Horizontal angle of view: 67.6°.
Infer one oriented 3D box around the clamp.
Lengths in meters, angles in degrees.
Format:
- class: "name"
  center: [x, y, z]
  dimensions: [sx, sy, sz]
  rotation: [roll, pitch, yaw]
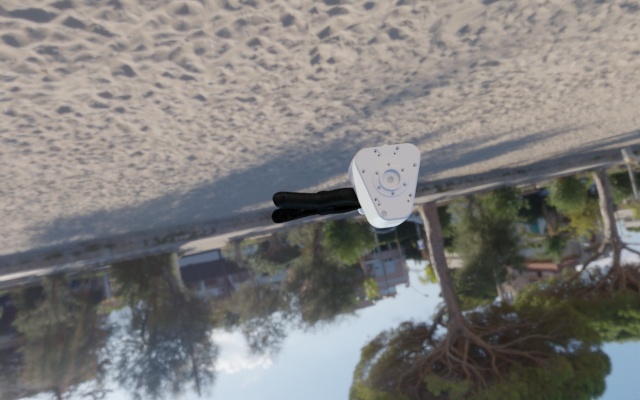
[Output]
- class: "clamp"
  center: [0.000, 0.003, 0.758]
  dimensions: [0.171, 0.039, 0.120]
  rotation: [-11, -9, -1]
